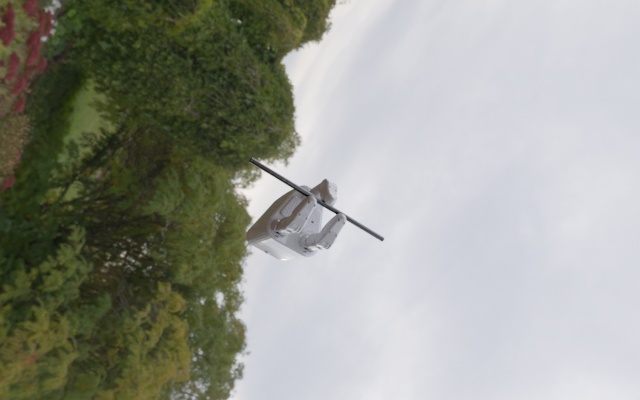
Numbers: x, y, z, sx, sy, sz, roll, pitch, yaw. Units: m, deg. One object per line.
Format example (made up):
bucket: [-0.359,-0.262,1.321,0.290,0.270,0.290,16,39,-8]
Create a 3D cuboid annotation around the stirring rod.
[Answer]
stirring rod: [0.000,0.002,0.702,0.239,0.011,0.011,31,-12,-20]
